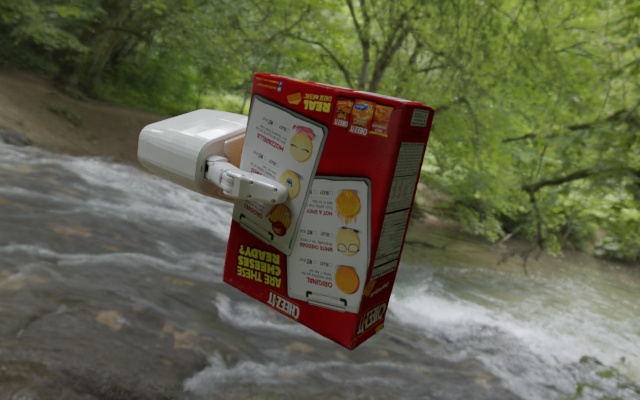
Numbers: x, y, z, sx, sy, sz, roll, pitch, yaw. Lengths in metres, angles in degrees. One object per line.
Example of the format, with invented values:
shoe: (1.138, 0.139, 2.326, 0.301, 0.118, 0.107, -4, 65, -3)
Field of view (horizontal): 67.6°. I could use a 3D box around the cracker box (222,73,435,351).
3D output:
cracker box: (0.000, 0.001, 0.448, 0.164, 0.214, 0.072, 20, 17, 33)
